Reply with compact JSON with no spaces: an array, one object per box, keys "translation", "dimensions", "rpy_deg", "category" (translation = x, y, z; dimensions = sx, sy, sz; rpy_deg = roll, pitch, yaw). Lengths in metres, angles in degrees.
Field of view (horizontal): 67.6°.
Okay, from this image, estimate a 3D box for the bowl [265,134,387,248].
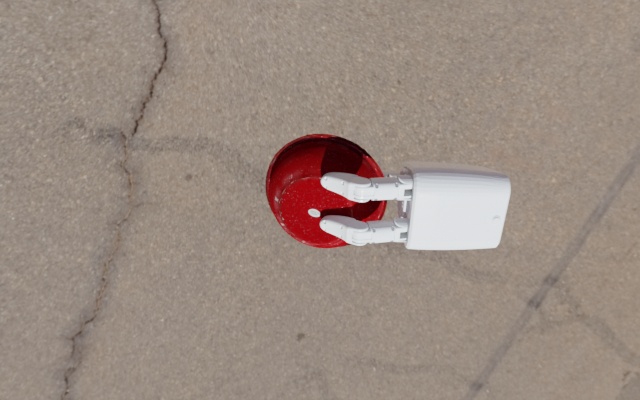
[{"translation":[-0.001,0.002,0.594],"dimensions":[0.162,0.162,0.055],"rpy_deg":[0,26,15],"category":"bowl"}]
